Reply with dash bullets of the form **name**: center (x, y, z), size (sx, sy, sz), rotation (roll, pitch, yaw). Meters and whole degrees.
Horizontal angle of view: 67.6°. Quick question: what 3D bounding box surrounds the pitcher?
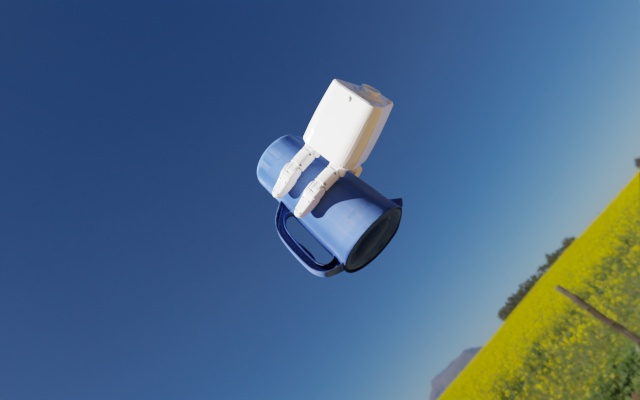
- **pitcher**: center (0.000, 0.002, 0.789), size (0.242, 0.145, 0.149), rotation (40, 28, 26)
